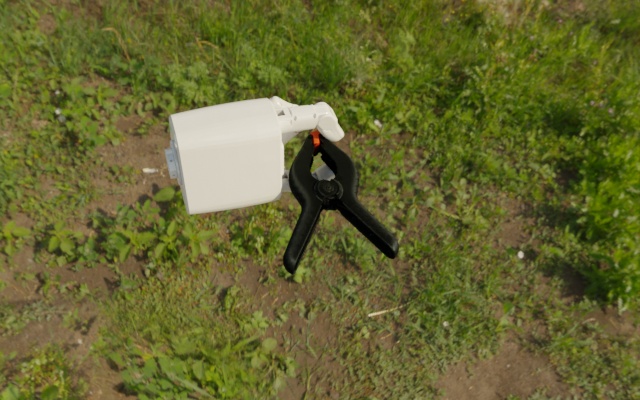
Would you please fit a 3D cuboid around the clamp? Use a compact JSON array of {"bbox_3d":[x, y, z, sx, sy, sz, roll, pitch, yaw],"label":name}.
[{"bbox_3d":[0.000,0.001,0.519,0.120,0.171,0.039,-12,-31,-19],"label":"clamp"}]
